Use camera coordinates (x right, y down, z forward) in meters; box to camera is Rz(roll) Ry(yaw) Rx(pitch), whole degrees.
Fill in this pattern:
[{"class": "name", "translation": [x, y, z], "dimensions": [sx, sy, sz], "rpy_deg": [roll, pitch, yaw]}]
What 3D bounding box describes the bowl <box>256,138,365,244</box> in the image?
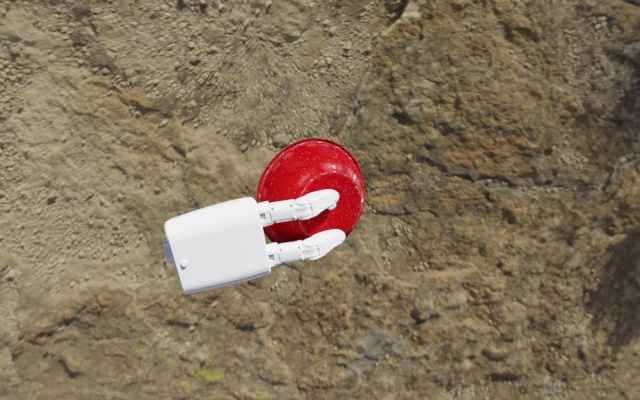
[{"class": "bowl", "translation": [0.001, 0.001, 0.624], "dimensions": [0.162, 0.162, 0.055], "rpy_deg": [0, 14, -28]}]
